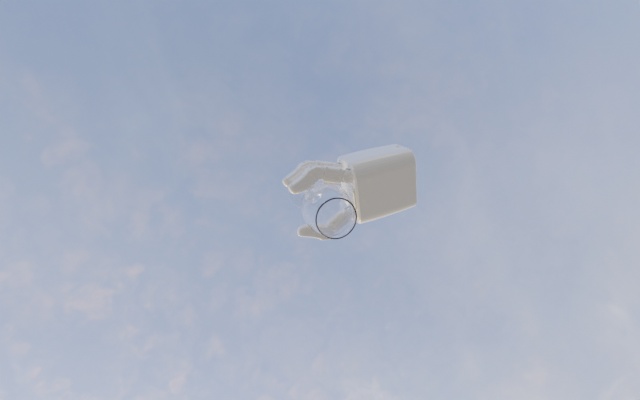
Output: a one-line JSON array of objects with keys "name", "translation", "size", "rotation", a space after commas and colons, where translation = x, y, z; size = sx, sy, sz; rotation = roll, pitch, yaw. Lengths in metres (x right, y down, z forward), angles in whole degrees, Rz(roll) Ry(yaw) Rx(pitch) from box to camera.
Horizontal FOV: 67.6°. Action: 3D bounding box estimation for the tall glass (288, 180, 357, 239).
[{"name": "tall glass", "translation": [0.000, 0.002, 0.771], "size": [0.079, 0.079, 0.201], "rotation": [0, 14, -13]}]
